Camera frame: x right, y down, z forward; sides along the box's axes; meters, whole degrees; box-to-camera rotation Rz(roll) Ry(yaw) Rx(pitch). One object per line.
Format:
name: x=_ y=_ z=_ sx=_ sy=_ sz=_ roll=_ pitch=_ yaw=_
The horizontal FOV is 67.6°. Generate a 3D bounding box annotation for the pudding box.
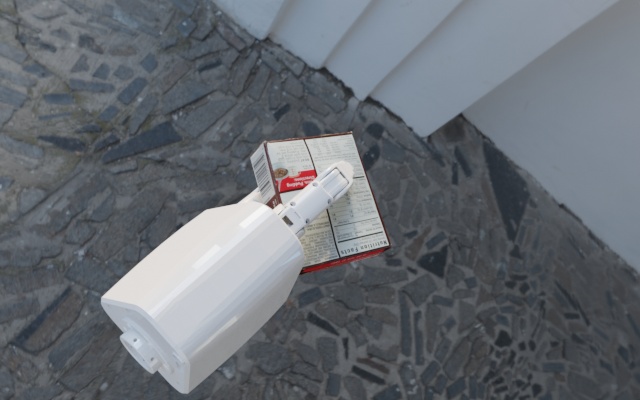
pudding box: x=0.000 y=0.001 z=0.406 sx=0.090 sy=0.113 sz=0.039 roll=-10 pitch=-13 yaw=-28
